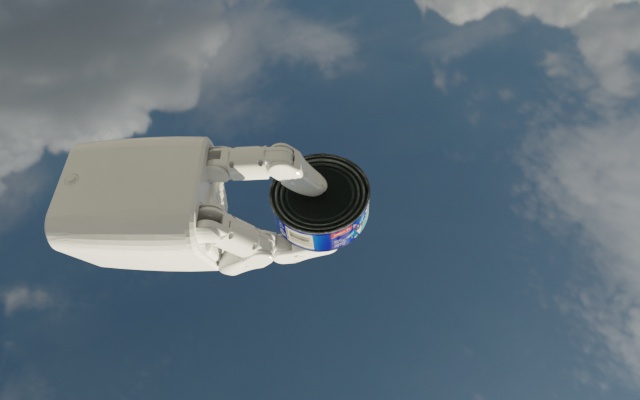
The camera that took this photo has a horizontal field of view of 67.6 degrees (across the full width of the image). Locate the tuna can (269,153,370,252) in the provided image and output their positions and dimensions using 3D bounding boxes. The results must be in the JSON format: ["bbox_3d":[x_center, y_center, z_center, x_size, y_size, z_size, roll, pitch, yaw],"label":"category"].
[{"bbox_3d":[0.000,0.002,0.417,0.086,0.086,0.034,0,-37,4],"label":"tuna can"}]
